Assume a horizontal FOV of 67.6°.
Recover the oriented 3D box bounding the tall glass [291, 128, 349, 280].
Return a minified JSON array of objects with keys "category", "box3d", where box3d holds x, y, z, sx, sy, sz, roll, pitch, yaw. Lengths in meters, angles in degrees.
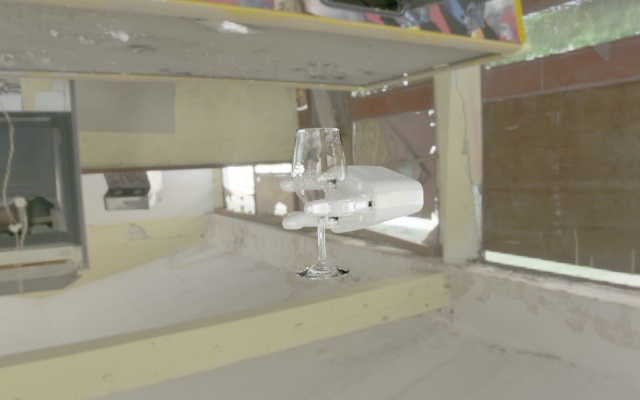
[{"category":"tall glass","box3d":[0.000,0.003,0.660,0.079,0.201,0.079,-2,6,0]}]
